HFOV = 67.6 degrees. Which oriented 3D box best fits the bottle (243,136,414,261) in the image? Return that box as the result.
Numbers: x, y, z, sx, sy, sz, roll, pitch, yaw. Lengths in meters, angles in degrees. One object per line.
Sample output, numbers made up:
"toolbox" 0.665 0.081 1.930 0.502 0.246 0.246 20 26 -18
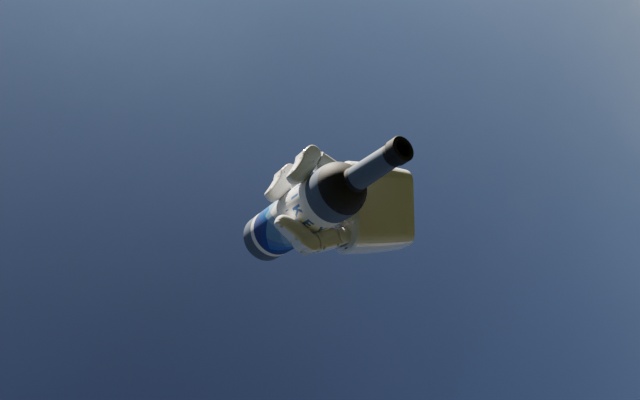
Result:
"bottle" 0.000 0.002 0.574 0.069 0.069 0.296 0 -21 -36
